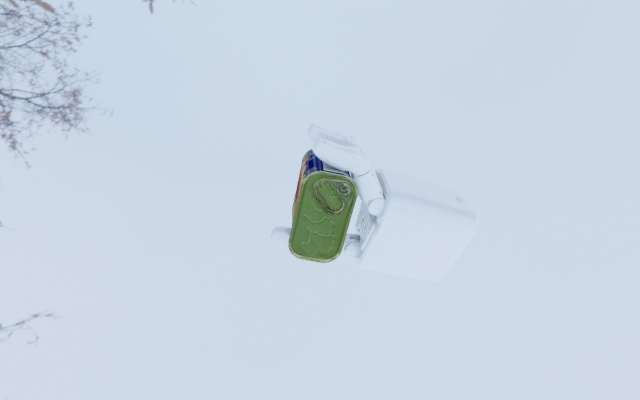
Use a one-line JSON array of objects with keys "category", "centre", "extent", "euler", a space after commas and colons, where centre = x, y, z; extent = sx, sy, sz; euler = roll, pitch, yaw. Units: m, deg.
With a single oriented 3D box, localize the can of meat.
[{"category": "can of meat", "centre": [0.000, 0.002, 0.521], "extent": [0.057, 0.102, 0.084], "euler": [10, 25, -8]}]
